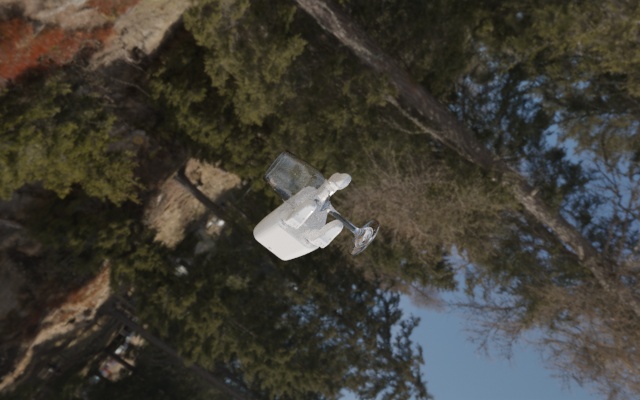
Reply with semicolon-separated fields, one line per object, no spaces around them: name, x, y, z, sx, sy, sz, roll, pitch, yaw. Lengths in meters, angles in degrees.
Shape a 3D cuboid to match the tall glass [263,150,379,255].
tall glass;0.001;0.003;0.795;0.201;0.079;0.079;40;-11;-14
